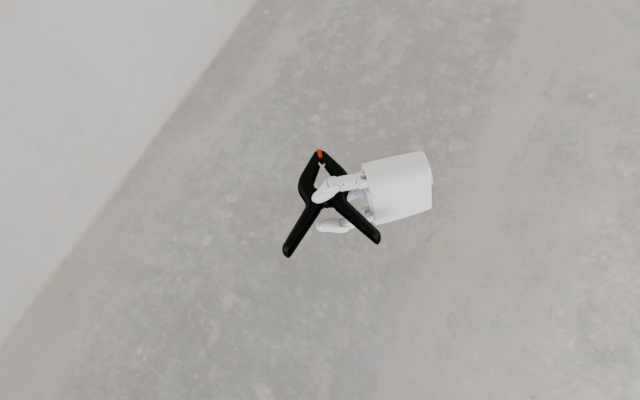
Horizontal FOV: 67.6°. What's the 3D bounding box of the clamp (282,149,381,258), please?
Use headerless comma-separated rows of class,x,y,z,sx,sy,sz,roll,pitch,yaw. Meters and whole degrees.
clamp,0.000,0.002,0.834,0.164,0.209,0.036,-14,-32,-1
